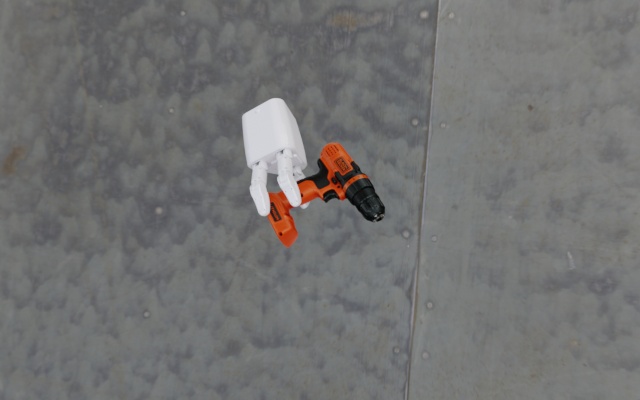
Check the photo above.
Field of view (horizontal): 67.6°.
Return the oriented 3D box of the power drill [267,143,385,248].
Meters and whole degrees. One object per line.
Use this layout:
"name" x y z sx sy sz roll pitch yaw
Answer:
"power drill" 0.000 0.003 0.842 0.187 0.184 0.057 -31 -36 -2
